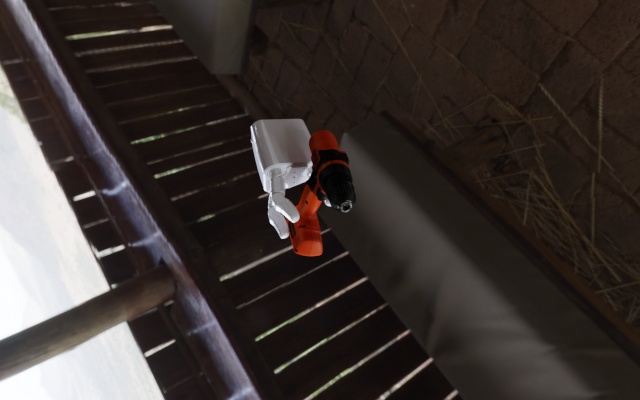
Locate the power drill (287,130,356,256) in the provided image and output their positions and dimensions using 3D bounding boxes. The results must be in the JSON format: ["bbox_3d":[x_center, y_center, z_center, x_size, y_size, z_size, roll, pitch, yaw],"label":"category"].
[{"bbox_3d":[0.000,0.003,0.792,0.057,0.188,0.184,8,38,-19],"label":"power drill"}]
